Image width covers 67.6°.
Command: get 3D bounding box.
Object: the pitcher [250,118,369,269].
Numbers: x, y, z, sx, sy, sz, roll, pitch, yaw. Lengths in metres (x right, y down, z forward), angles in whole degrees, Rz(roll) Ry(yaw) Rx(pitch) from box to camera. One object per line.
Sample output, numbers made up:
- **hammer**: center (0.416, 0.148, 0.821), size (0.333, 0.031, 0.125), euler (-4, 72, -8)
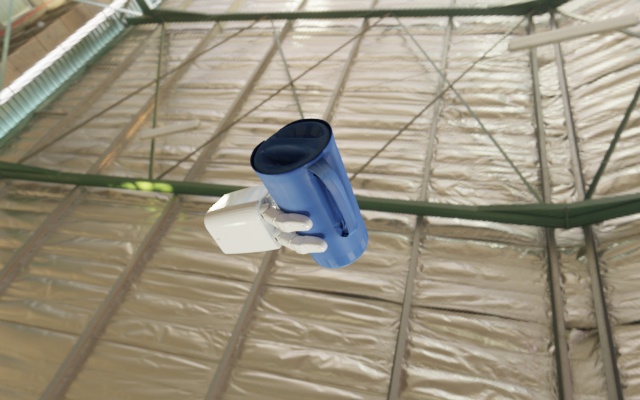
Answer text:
- **pitcher**: center (0.000, 0.003, 0.772), size (0.145, 0.243, 0.149), euler (-10, 40, 21)
